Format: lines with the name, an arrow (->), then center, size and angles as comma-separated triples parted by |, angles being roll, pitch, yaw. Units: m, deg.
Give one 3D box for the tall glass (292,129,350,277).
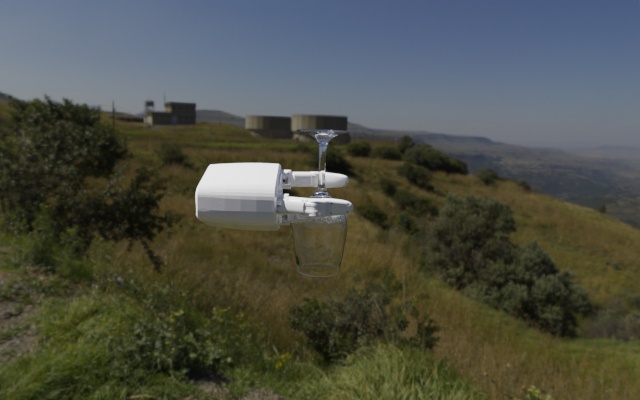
tall glass -> 0.000, 0.002, 0.670 | 0.079, 0.201, 0.079 | 2, 8, 0
